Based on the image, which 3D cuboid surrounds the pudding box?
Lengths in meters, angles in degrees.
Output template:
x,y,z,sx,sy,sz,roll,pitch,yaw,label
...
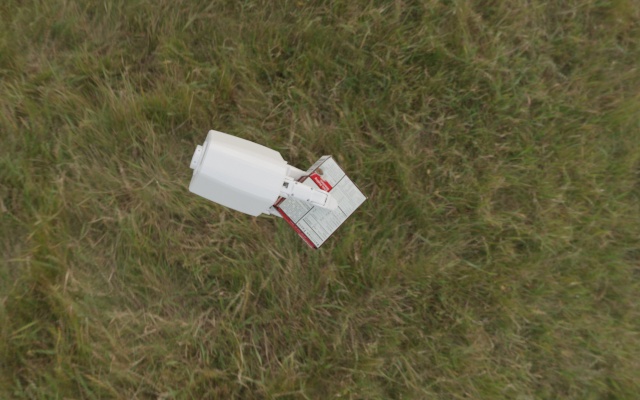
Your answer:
x,y,z,sx,sy,sz,roll,pitch,yaw,label
0.000,0.002,0.702,0.113,0.090,0.039,-44,14,-12,pudding box
